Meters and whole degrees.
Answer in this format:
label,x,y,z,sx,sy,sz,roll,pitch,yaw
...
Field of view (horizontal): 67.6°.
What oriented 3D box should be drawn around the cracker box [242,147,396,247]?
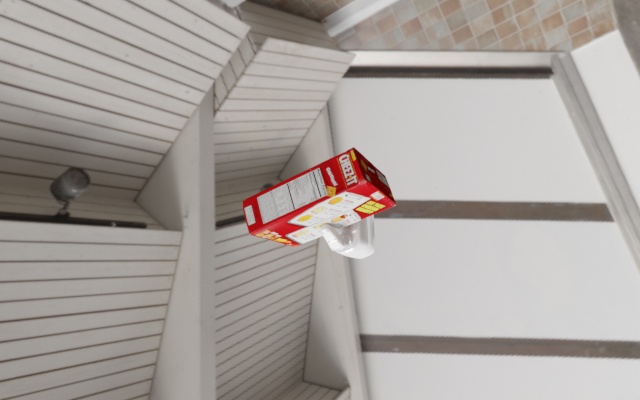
label,x,y,z,sx,sy,sz,roll,pitch,yaw
cracker box,0.000,0.003,0.815,0.214,0.072,0.164,-25,-22,18
